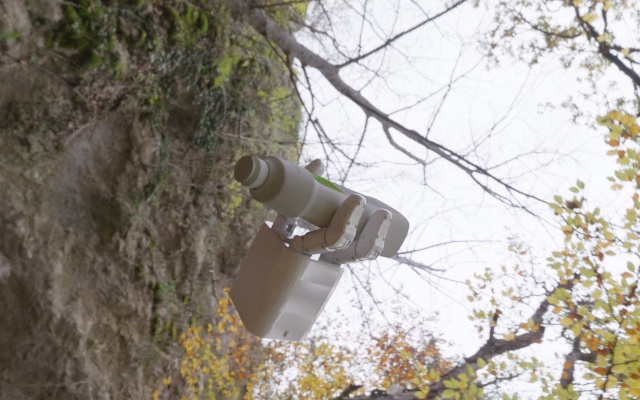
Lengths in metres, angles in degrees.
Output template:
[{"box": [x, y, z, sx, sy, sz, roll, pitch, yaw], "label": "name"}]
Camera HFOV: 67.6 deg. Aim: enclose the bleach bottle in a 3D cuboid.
[{"box": [0.000, 0.002, 0.556, 0.251, 0.068, 0.102, 24, 4, -46], "label": "bleach bottle"}]
